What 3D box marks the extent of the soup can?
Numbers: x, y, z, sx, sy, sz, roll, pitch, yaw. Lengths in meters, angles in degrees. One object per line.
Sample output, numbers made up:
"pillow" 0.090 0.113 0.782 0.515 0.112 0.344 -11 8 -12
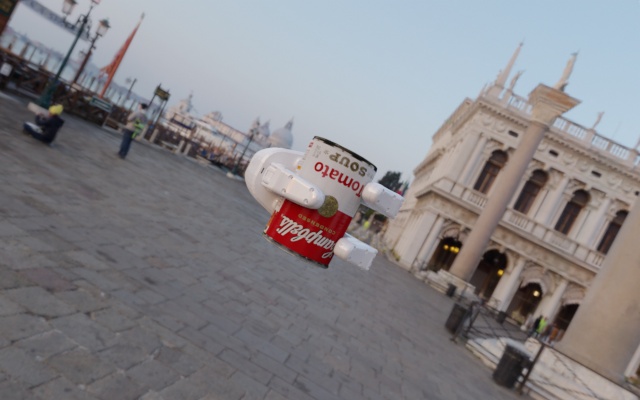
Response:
"soup can" 0.000 0.001 0.434 0.068 0.102 0.068 28 0 0
